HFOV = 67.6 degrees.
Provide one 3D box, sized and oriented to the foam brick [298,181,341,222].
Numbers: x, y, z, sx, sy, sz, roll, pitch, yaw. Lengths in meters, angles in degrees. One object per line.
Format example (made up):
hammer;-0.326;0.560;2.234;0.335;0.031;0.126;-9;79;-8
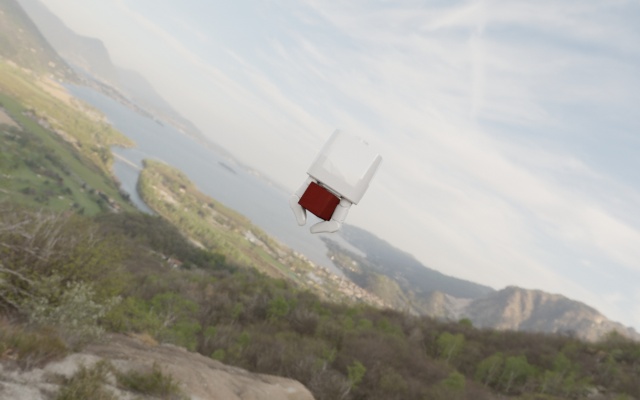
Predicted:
foam brick;0.000;0.003;0.899;0.053;0.051;0.078;34;1;16
